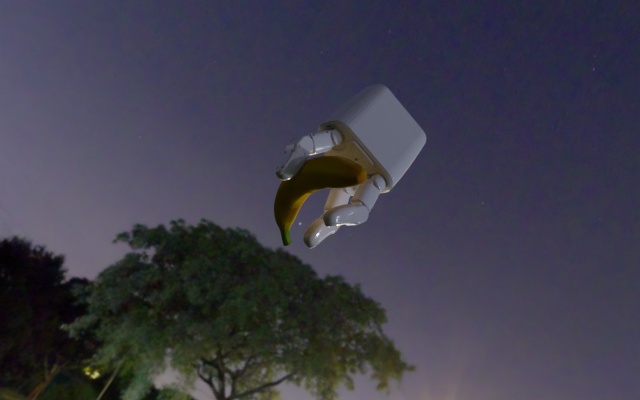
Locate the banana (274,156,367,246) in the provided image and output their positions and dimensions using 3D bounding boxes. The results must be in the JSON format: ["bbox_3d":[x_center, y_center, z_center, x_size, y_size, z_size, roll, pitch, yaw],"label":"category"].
[{"bbox_3d":[-0.012,-0.012,0.566,0.037,0.069,0.198,-33,-6,-36],"label":"banana"}]
